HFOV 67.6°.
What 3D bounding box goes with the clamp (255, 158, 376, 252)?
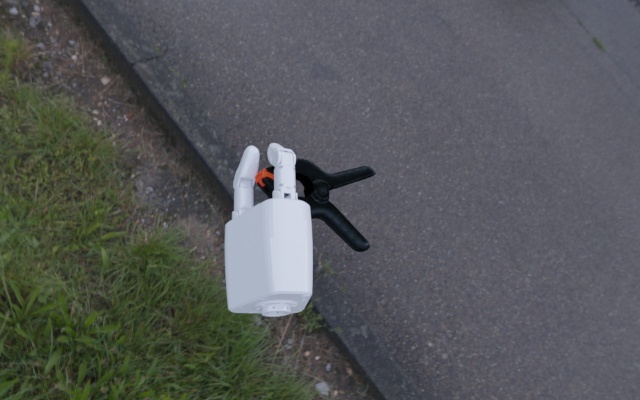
[{"bbox_3d":[0.000,0.002,0.612,0.171,0.120,0.039,7,-25,-24],"label":"clamp"}]
